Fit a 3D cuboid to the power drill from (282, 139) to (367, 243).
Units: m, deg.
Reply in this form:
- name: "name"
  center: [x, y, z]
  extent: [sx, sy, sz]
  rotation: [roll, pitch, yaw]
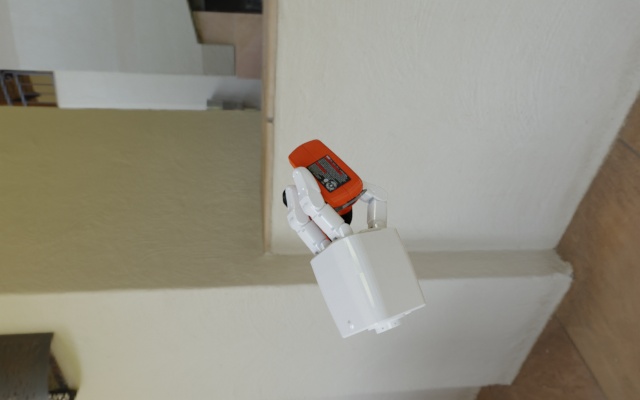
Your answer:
- name: "power drill"
  center: [0.000, 0.002, 0.679]
  extent: [0.057, 0.184, 0.188]
  rotation: [-36, -29, -18]
